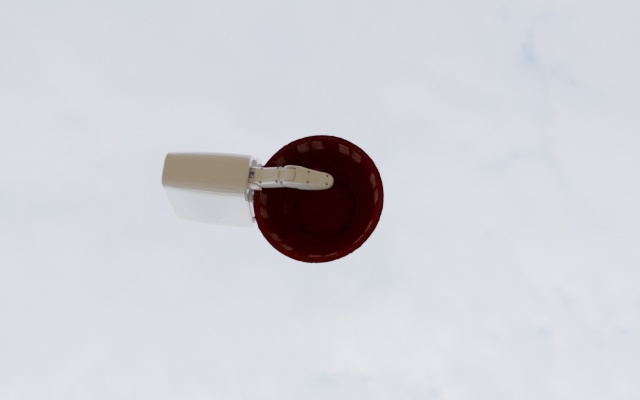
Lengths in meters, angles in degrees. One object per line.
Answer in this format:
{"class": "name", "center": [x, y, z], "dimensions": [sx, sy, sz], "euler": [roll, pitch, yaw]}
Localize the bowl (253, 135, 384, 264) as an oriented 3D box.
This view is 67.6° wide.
{"class": "bowl", "center": [0.001, 0.002, 0.600], "dimensions": [0.162, 0.162, 0.055], "euler": [0, -15, 10]}
